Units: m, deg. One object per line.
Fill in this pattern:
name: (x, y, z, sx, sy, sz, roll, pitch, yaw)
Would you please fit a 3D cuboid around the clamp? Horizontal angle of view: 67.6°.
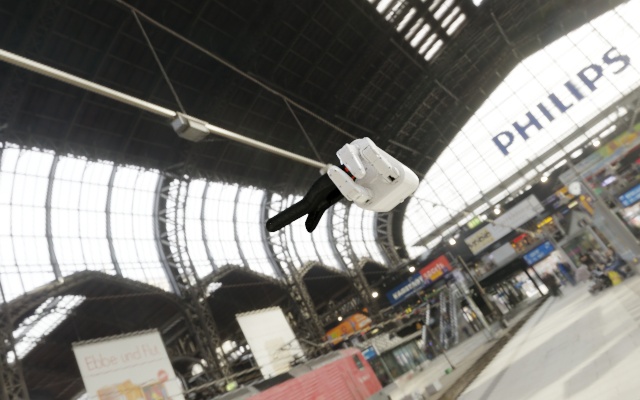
clamp: (0.000, 0.002, 0.792, 0.171, 0.039, 0.120, -37, -18, 18)
